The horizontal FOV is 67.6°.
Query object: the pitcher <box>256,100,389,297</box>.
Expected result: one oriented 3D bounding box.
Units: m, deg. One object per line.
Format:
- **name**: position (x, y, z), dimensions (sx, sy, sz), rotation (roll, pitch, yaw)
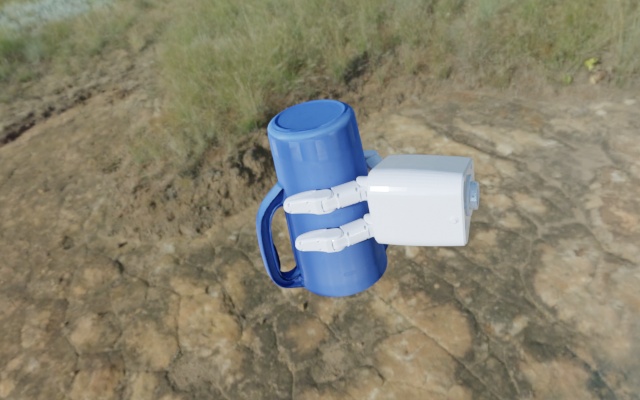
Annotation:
- **pitcher**: position (0.000, 0.002, 0.629), dimensions (0.145, 0.243, 0.149), rotation (2, 34, 24)
